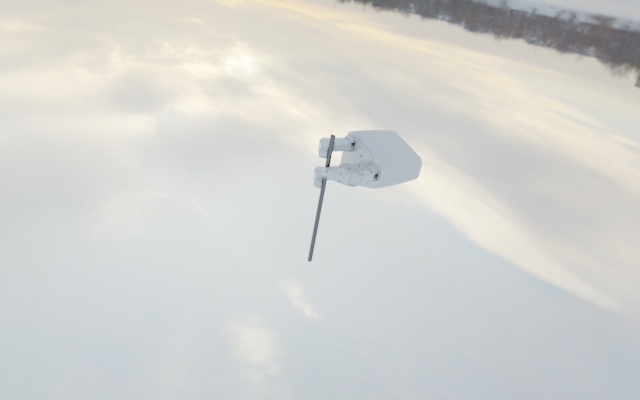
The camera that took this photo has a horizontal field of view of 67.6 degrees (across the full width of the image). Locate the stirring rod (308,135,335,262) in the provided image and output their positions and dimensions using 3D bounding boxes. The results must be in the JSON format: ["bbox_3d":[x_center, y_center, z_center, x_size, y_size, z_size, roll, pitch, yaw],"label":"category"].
[{"bbox_3d":[0.000,0.003,0.816,0.011,0.240,0.011,9,26,-4],"label":"stirring rod"}]
